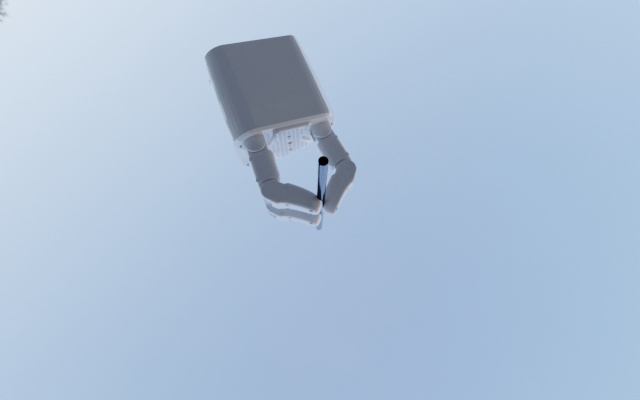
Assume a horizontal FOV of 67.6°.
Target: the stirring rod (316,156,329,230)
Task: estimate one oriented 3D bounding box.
[{"bbox_3d":[0.000,0.001,0.473,0.011,0.011,0.239,0,-15,-1],"label":"stirring rod"}]
